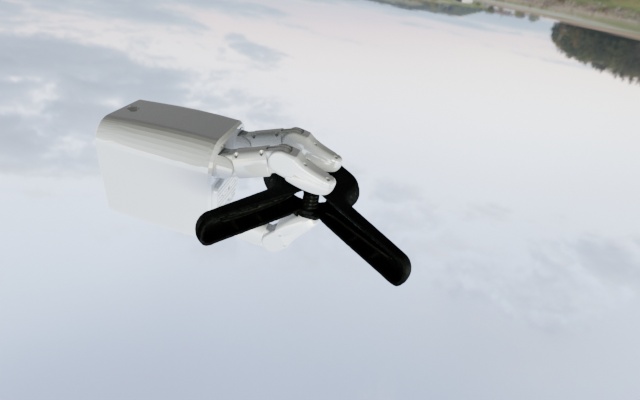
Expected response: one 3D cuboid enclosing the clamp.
[{"bbox_3d":[0.000,0.002,0.434,0.164,0.036,0.210,17,26,1],"label":"clamp"}]
